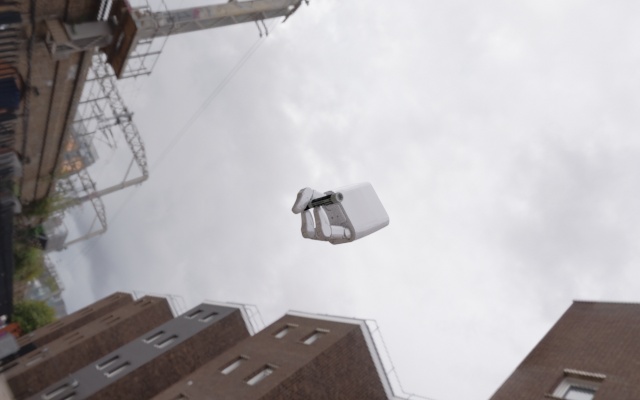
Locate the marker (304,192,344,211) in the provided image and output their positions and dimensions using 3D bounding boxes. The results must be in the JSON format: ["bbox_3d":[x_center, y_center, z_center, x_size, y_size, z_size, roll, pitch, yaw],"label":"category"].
[{"bbox_3d":[0.000,0.003,0.899,0.020,0.020,0.121,0,-9,-35],"label":"marker"}]
